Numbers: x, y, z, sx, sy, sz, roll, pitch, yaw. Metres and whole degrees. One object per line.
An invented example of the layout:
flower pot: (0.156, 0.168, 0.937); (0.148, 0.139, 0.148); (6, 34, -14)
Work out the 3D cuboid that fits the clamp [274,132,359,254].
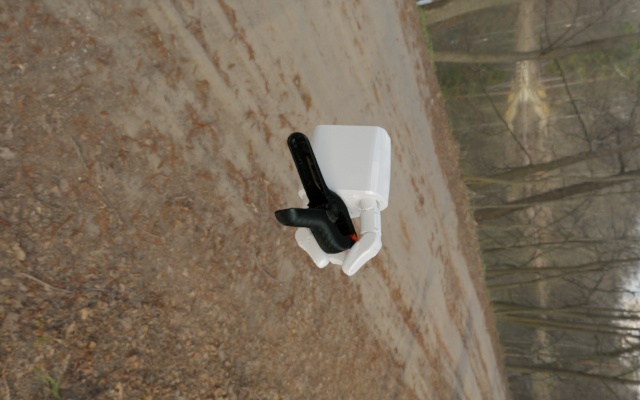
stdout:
clamp: (0.001, 0.002, 0.568); (0.039, 0.120, 0.171); (-6, -28, 25)
